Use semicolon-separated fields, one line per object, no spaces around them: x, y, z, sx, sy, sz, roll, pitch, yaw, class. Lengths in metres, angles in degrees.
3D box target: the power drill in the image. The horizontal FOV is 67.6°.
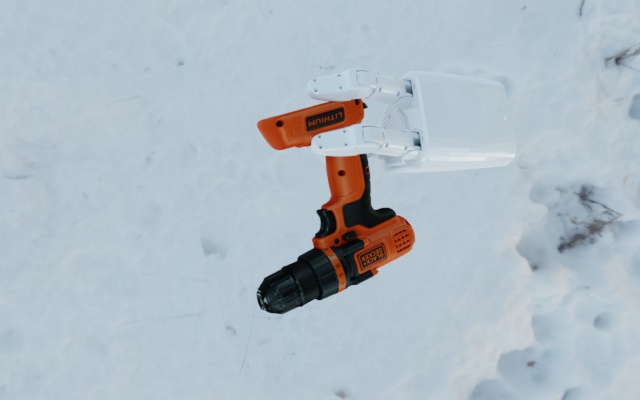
0.000;0.001;0.476;0.184;0.188;0.057;-23;15;-27;power drill
